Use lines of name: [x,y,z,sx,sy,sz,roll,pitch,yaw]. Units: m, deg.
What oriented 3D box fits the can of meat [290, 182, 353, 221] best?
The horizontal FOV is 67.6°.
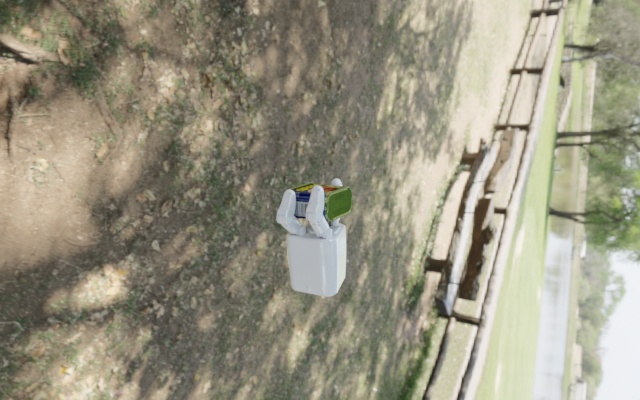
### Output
can of meat: [0.000,0.003,0.860,0.084,0.057,0.102,5,13,30]
